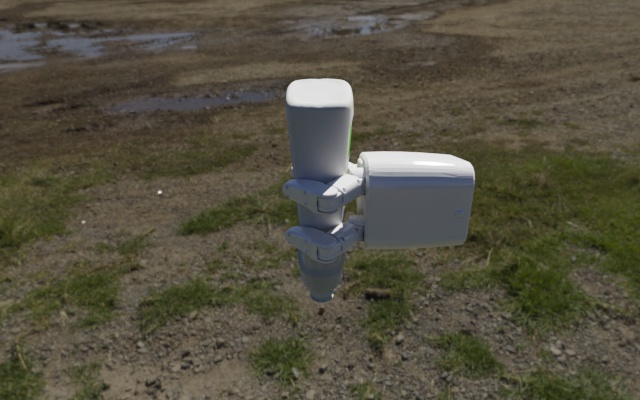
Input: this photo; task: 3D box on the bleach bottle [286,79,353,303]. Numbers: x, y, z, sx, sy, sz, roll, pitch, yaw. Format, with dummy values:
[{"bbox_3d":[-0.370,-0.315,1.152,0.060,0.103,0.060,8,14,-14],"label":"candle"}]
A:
[{"bbox_3d":[0.000,0.002,0.531,0.068,0.251,0.102,-1,29,0],"label":"bleach bottle"}]
